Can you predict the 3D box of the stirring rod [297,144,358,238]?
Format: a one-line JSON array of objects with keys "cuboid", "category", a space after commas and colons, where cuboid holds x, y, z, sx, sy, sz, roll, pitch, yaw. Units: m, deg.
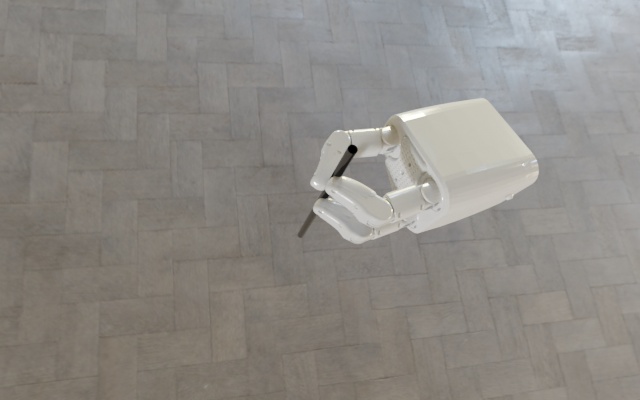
[{"cuboid": [0.000, 0.002, 0.471, 0.011, 0.011, 0.240, 0, -20, -12], "category": "stirring rod"}]
